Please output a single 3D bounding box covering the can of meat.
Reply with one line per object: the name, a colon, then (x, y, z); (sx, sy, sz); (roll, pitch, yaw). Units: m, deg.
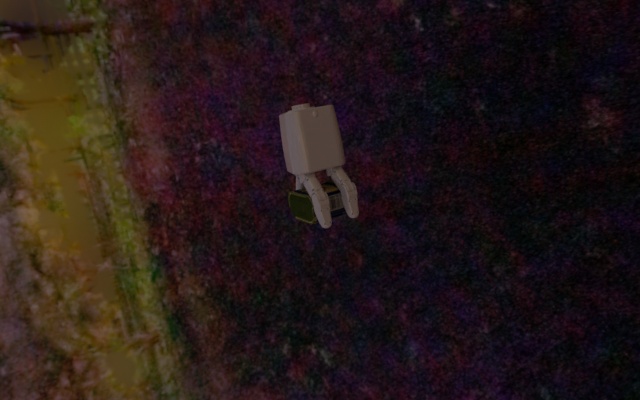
can of meat: (0.000, 0.003, 0.856); (0.084, 0.057, 0.102); (-15, 14, -27)
